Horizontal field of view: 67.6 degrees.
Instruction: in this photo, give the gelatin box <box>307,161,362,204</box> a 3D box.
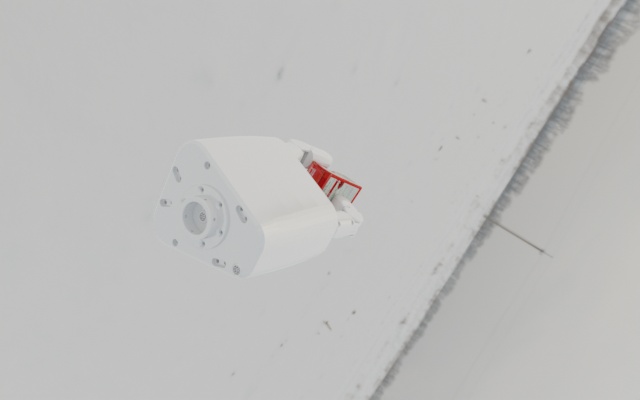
[{"bbox_3d":[0.001,0.002,0.523,0.030,0.073,0.089,37,9,26],"label":"gelatin box"}]
